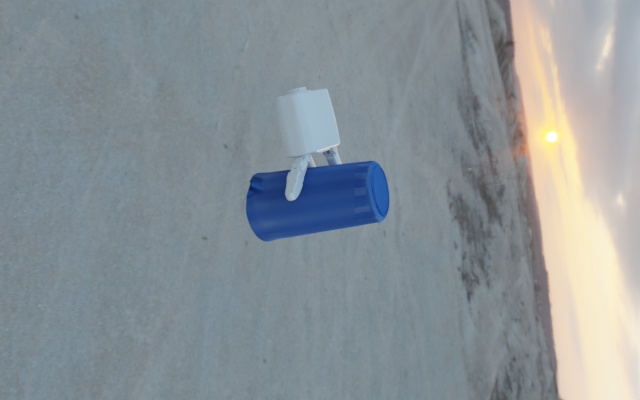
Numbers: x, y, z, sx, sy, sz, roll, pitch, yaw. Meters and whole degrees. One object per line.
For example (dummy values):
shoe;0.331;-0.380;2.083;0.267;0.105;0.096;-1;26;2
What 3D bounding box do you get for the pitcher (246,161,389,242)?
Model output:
pitcher;0.000;0.003;0.876;0.243;0.145;0.149;-7;11;24
